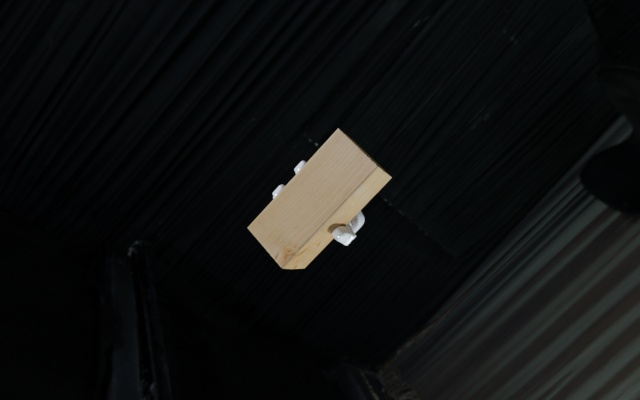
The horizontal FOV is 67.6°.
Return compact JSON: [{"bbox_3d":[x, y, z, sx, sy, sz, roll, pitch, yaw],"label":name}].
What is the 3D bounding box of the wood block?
[{"bbox_3d":[0.000,0.003,0.741,0.090,0.206,0.090,46,10,20],"label":"wood block"}]
